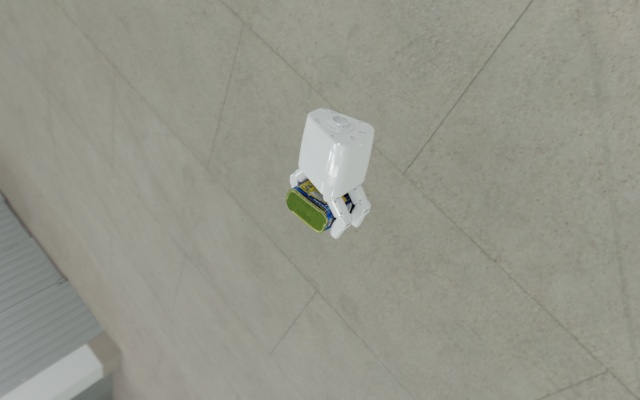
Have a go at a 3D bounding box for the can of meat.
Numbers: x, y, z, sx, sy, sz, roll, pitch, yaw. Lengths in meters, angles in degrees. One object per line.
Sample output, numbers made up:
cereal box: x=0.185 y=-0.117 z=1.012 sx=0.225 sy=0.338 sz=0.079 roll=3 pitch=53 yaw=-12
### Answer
can of meat: x=0.000 y=0.003 z=0.860 sx=0.102 sy=0.057 sz=0.084 roll=37 pitch=46 yaw=23
